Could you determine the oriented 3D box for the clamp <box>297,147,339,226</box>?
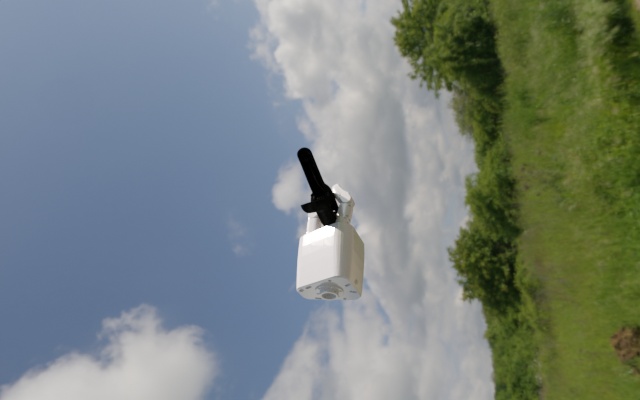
[{"bbox_3d":[0.000,0.003,0.824,0.039,0.120,0.172,-11,-39,20],"label":"clamp"}]
